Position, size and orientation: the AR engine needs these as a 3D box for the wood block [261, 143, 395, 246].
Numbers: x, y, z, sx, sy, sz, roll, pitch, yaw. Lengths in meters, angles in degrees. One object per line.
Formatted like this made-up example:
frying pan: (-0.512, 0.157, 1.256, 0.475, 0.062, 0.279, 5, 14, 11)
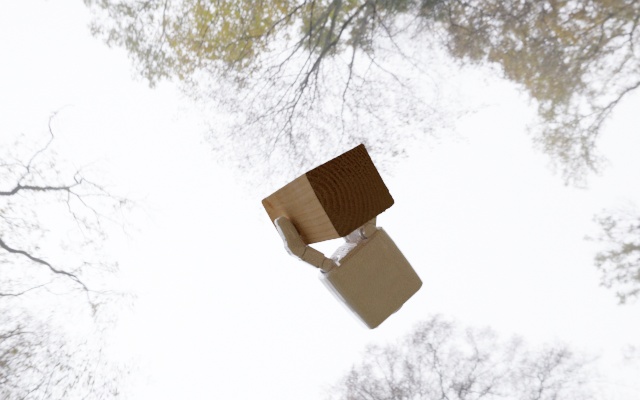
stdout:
wood block: (0.000, 0.003, 0.663, 0.091, 0.090, 0.206, -30, 3, -24)
